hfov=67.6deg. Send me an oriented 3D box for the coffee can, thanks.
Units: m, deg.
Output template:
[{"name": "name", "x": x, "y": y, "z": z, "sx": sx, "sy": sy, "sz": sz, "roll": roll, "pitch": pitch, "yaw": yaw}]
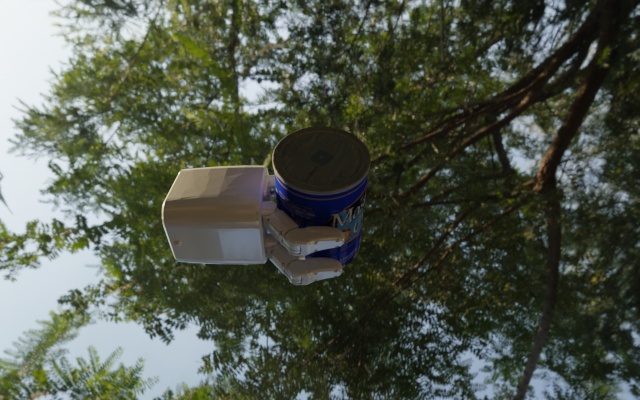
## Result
[{"name": "coffee can", "x": 0.000, "y": 0.002, "z": 0.547, "sx": 0.103, "sy": 0.102, "sz": 0.140, "roll": 0, "pitch": -44, "yaw": -1}]
